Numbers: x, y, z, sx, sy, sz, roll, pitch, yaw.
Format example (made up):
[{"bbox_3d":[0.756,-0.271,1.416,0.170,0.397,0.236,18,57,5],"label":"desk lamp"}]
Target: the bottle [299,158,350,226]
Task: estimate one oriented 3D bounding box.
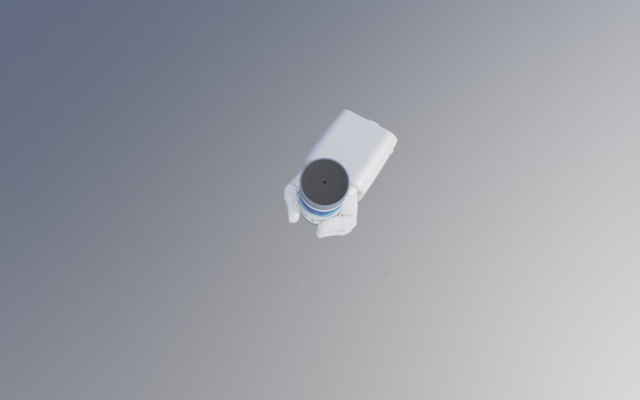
[{"bbox_3d":[0.000,0.003,0.763,0.069,0.069,0.296,0,-10,-2],"label":"bottle"}]
